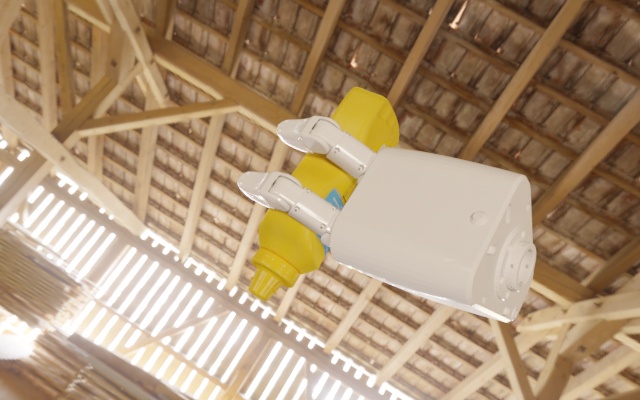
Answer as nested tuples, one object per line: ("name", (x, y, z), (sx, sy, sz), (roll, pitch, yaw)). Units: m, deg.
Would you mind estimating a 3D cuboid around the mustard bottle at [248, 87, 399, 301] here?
("mustard bottle", (0.000, 0.001, 0.412), (0.058, 0.191, 0.096), (27, -20, 18))
